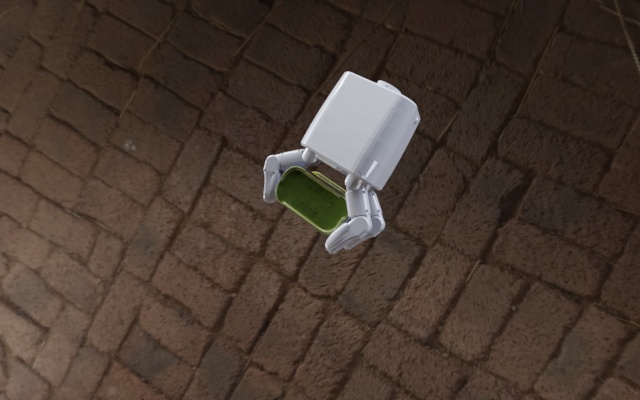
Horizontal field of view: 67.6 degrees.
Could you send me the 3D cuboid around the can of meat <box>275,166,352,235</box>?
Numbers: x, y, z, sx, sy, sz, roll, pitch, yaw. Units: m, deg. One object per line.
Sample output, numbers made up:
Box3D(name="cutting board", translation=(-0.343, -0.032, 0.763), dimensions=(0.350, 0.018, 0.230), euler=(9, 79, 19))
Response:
Box3D(name="can of meat", translation=(0.000, 0.002, 0.609), dimensions=(0.102, 0.057, 0.084), euler=(35, 5, 15))
